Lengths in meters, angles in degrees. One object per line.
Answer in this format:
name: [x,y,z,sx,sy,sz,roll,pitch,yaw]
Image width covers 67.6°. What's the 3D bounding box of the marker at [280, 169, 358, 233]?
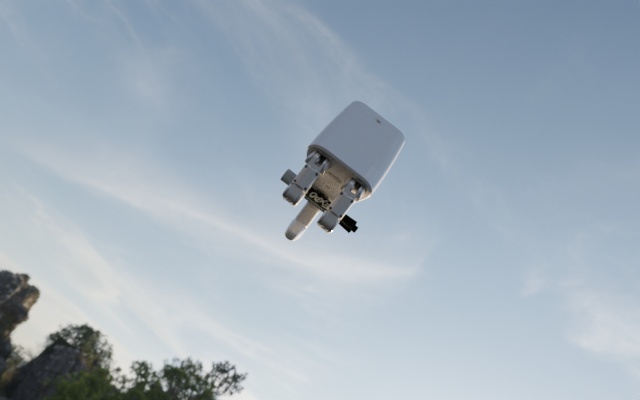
marker: [0.000,0.002,0.630,0.121,0.020,0.020,38,0,0]
